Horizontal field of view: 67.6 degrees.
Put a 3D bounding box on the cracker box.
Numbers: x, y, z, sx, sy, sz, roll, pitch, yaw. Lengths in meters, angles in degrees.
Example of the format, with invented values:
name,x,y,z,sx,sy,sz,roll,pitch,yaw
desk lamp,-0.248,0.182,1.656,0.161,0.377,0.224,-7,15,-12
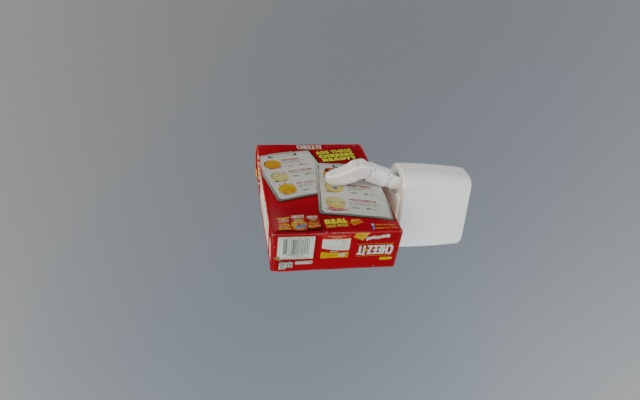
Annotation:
name,x,y,z,sx,sy,sz,roll,pitch,yaw
cracker box,0.000,0.002,0.664,0.164,0.072,0.213,-1,36,-12
